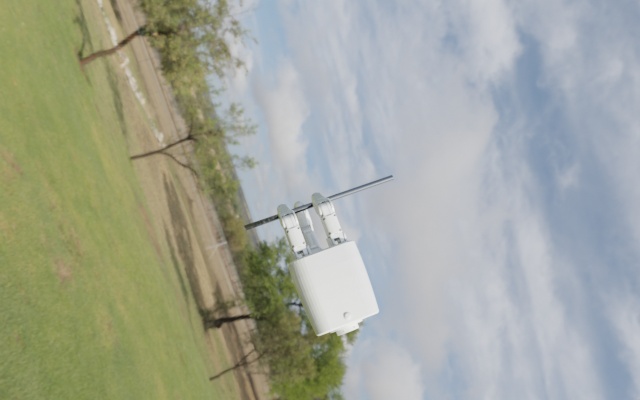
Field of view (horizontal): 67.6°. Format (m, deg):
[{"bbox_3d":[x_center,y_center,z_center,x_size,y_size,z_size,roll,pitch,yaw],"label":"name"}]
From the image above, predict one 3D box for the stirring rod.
[{"bbox_3d":[0.000,0.002,0.725,0.239,0.011,0.011,-19,3,-9],"label":"stirring rod"}]
